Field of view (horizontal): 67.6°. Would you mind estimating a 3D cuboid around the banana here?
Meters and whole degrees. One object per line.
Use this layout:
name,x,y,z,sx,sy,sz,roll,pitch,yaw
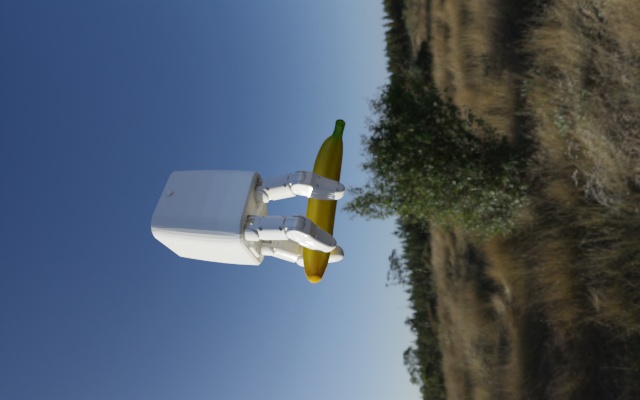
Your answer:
banana,0.001,0.003,0.581,0.037,0.197,0.070,6,-14,5
